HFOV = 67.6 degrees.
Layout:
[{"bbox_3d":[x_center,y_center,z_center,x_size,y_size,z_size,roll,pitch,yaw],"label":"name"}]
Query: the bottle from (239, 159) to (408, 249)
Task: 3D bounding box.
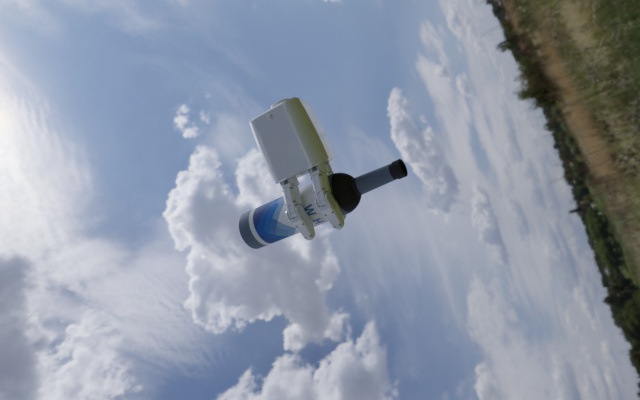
[{"bbox_3d":[0.000,0.003,0.756,0.296,0.069,0.069,-23,-11,29],"label":"bottle"}]
